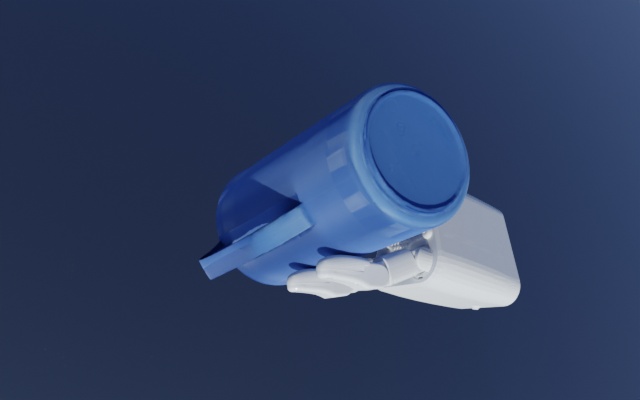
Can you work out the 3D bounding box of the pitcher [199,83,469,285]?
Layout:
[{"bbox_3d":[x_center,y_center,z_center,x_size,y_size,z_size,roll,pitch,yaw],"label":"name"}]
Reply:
[{"bbox_3d":[0.000,0.001,0.419,0.145,0.149,0.243,20,-24,-24],"label":"pitcher"}]
